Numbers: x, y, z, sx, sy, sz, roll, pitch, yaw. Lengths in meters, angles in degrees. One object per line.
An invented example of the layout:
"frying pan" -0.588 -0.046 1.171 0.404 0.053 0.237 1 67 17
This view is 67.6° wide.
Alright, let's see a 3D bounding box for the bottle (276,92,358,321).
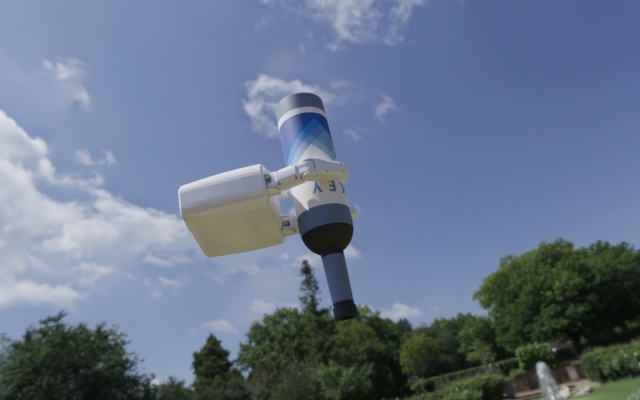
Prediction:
"bottle" 0.000 0.002 0.599 0.069 0.295 0.069 -11 -25 -5
